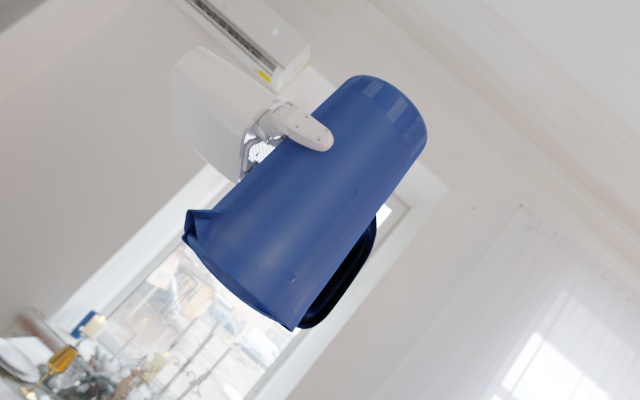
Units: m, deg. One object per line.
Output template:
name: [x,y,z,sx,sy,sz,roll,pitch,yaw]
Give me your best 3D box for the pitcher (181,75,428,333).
pitcher: [0.000,0.001,0.471,0.145,0.242,0.149,38,-17,11]
